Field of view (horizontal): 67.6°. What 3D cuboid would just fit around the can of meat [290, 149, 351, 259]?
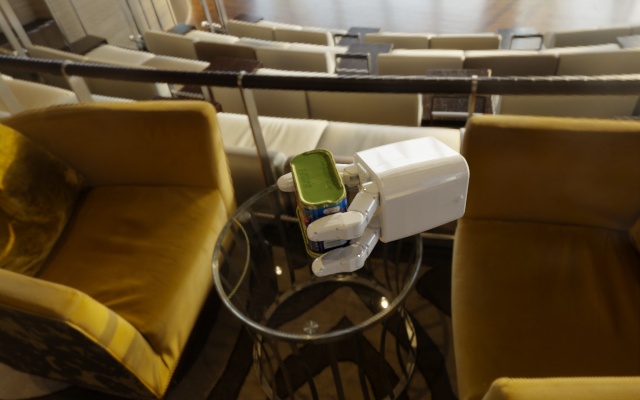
[{"bbox_3d":[0.000,0.002,0.557,0.057,0.084,0.102,-13,43,-5],"label":"can of meat"}]
